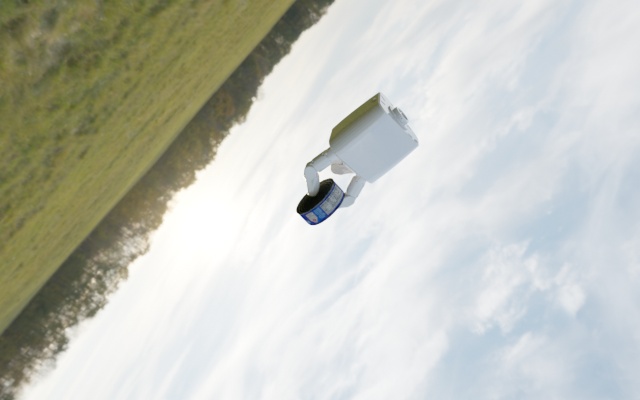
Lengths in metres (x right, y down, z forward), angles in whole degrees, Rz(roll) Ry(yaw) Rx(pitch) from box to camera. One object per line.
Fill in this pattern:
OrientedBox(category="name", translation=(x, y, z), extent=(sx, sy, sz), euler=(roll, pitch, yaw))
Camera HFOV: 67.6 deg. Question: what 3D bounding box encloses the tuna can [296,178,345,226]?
OrientedBox(category="tuna can", translation=(0.000, 0.003, 0.825), extent=(0.034, 0.086, 0.086), euler=(47, -20, -19))
